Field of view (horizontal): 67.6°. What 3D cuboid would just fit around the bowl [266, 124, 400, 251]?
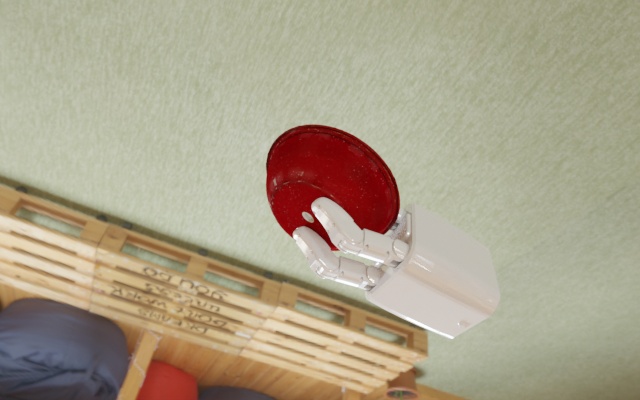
[{"bbox_3d":[-0.001,0.001,0.513,0.162,0.162,0.055,0,37,32],"label":"bowl"}]
